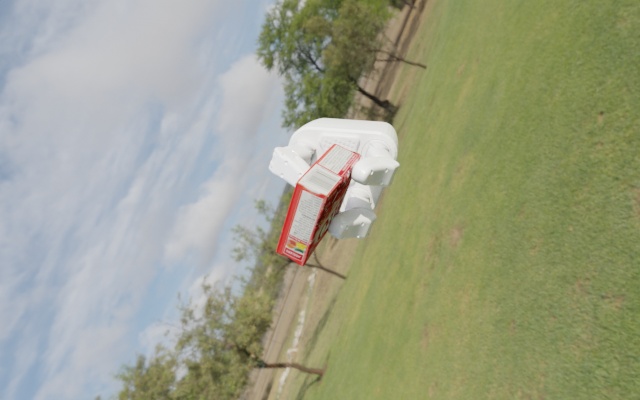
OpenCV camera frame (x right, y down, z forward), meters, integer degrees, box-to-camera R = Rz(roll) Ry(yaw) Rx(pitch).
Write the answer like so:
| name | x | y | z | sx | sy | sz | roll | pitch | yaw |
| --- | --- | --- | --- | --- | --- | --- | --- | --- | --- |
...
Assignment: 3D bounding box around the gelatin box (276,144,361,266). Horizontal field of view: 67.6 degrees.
| name | x | y | z | sx | sy | sz | roll | pitch | yaw |
| --- | --- | --- | --- | --- | --- | --- | --- | --- | --- |
| gelatin box | 0.000 | 0.001 | 0.409 | 0.030 | 0.073 | 0.089 | 26 | 33 | 9 |
